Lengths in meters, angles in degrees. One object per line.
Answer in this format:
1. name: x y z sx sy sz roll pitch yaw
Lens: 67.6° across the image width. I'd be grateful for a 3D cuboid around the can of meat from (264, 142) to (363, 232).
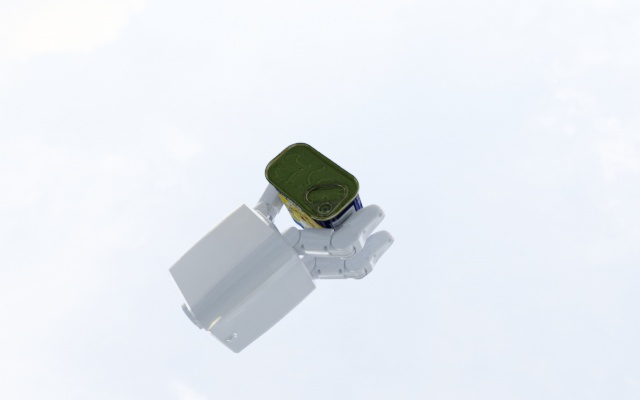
1. can of meat: 0.000 0.002 0.488 0.102 0.057 0.084 38 -17 35
